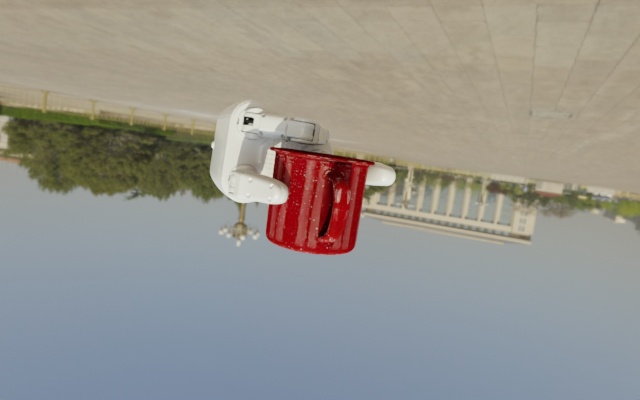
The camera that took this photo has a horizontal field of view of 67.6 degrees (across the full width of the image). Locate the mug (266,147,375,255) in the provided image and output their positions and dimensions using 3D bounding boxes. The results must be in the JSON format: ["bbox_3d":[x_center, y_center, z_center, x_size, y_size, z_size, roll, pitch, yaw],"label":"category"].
[{"bbox_3d":[0.001,0.002,0.410,0.093,0.081,0.117,6,7,-20],"label":"mug"}]
